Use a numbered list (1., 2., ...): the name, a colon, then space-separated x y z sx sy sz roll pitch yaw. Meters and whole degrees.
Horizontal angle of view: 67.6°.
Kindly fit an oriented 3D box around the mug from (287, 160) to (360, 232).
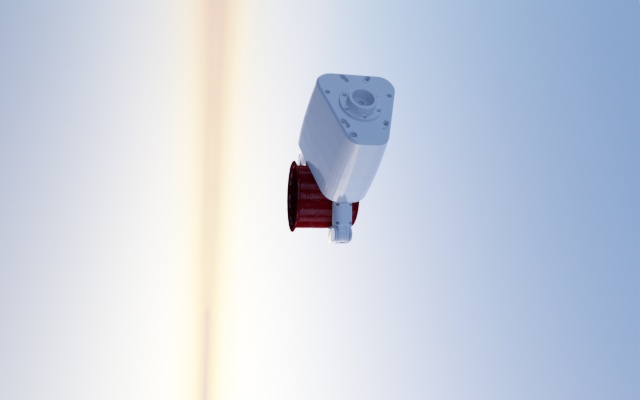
1. mug: 0.000 0.003 0.637 0.081 0.093 0.117 1 -33 -12
